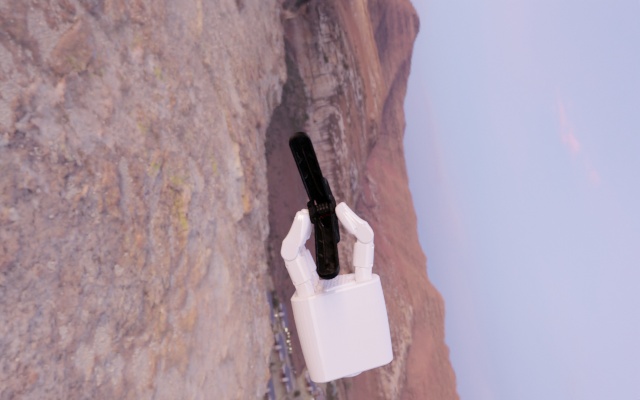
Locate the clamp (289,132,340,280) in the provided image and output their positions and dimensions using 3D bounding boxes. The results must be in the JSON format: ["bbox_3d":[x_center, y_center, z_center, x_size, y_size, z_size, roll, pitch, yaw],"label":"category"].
[{"bbox_3d":[0.001,0.002,0.605,0.036,0.164,0.210,-12,1,5],"label":"clamp"}]
